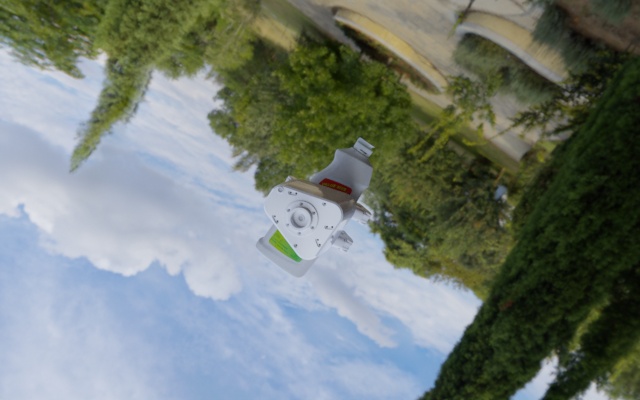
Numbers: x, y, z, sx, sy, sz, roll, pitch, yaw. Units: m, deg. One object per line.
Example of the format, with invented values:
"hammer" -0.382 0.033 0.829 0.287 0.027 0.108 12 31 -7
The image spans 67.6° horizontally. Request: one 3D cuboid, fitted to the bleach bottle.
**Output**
"bleach bottle" 0.000 0.003 0.796 0.102 0.251 0.068 36 11 8
